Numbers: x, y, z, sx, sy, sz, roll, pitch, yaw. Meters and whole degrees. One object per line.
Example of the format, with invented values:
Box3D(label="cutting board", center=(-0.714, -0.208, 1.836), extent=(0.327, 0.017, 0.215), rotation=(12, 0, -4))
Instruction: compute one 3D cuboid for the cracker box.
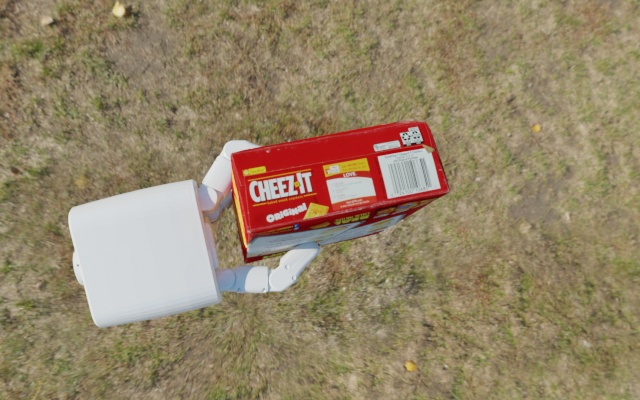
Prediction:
Box3D(label="cracker box", center=(0.000, 0.002, 0.462), extent=(0.164, 0.072, 0.214), rotation=(-12, -10, -12))
